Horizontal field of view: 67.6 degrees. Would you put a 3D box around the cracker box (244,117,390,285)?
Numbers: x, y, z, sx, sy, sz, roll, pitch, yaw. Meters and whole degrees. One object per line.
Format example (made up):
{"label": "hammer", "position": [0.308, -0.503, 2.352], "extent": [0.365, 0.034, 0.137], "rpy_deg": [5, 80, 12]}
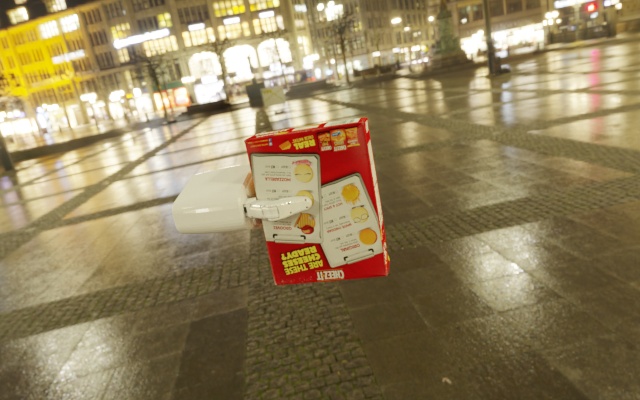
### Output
{"label": "cracker box", "position": [0.000, 0.002, 0.667], "extent": [0.164, 0.214, 0.072], "rpy_deg": [-7, 15, 14]}
